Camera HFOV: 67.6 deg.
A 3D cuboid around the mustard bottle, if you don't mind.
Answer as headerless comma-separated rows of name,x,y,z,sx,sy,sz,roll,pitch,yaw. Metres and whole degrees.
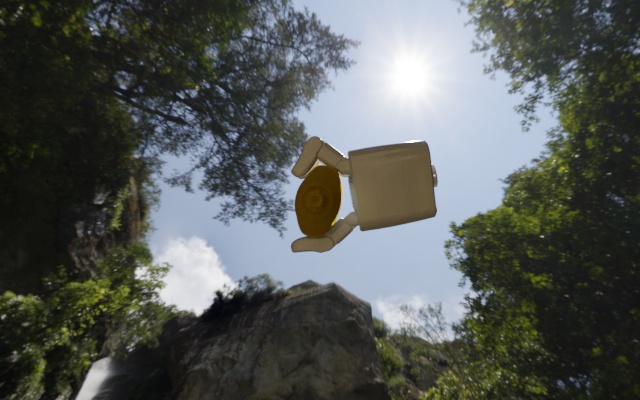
mustard bottle,0.000,0.002,0.646,0.058,0.096,0.191,15,0,3
